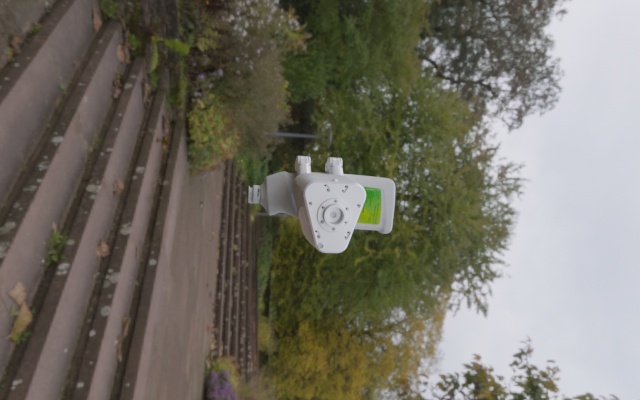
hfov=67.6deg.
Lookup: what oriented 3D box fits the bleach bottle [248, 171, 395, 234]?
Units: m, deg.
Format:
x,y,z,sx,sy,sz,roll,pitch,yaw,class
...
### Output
x,y,z,sx,sy,sz,roll,pitch,yaw,class
0.000,0.003,0.833,0.251,0.102,0.068,2,8,-11,bleach bottle
